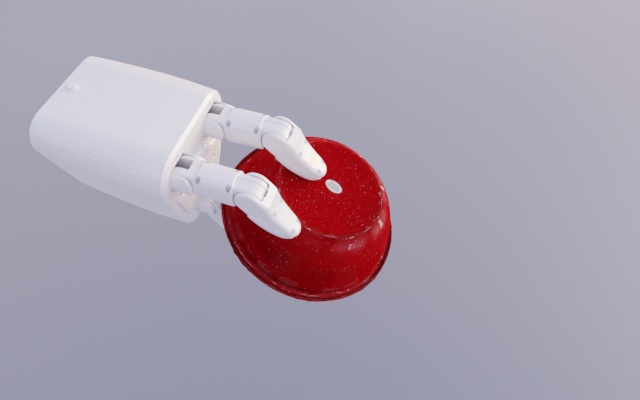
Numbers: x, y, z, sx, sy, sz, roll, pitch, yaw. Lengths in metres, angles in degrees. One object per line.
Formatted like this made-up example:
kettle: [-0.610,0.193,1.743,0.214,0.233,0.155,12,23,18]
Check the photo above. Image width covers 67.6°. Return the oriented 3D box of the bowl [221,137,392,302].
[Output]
bowl: [0.001,0.001,0.412,0.162,0.162,0.055,0,-27,-23]
